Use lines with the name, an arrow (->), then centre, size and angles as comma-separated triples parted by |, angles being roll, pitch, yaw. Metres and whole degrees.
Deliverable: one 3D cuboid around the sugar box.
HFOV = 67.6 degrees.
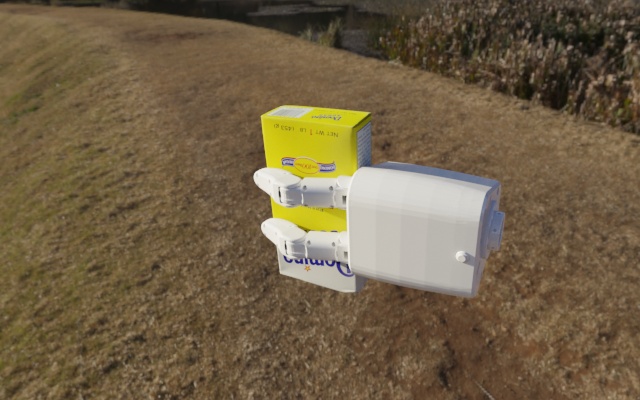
sugar box -> 0.000, 0.002, 0.456 | 0.093, 0.176, 0.048 | 11, 30, 26
